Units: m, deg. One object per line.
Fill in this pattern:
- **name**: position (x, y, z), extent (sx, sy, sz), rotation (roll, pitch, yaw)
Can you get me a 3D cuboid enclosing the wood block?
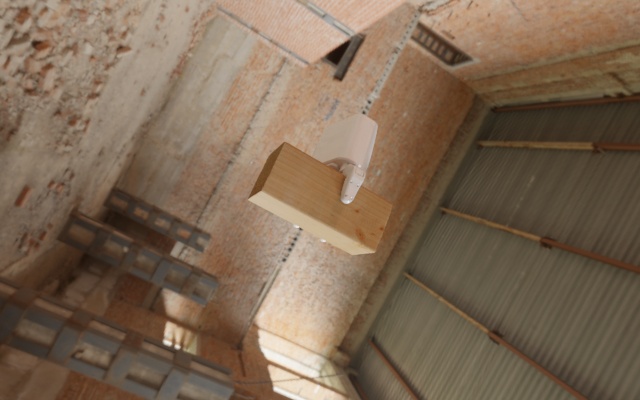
- **wood block**: position (0.001, 0.002, 0.774), extent (0.206, 0.090, 0.091), rotation (29, -19, -15)
